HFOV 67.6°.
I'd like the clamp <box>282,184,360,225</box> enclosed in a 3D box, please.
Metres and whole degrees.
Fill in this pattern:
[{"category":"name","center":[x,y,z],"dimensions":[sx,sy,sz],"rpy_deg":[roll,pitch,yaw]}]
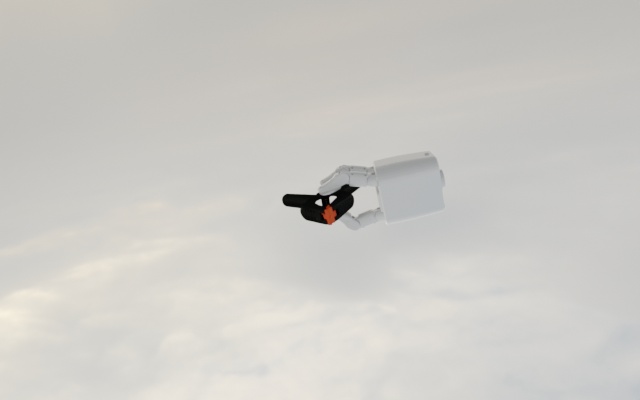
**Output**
[{"category":"clamp","center":[0.001,0.004,0.855],"dimensions":[0.164,0.036,0.210],"rpy_deg":[-15,14,7]}]
